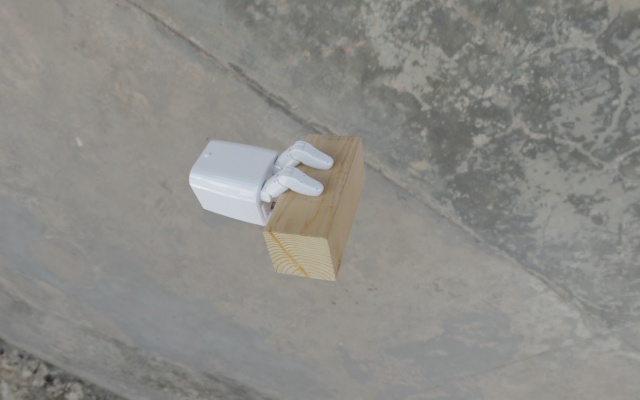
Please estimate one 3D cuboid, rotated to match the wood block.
[{"bbox_3d":[0.000,0.003,0.694,0.090,0.091,0.206,6,46,16],"label":"wood block"}]
